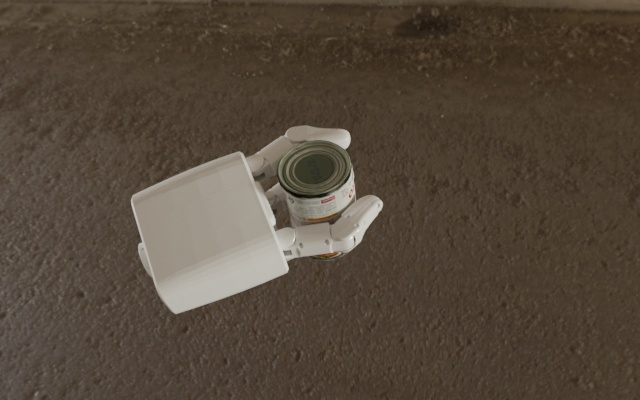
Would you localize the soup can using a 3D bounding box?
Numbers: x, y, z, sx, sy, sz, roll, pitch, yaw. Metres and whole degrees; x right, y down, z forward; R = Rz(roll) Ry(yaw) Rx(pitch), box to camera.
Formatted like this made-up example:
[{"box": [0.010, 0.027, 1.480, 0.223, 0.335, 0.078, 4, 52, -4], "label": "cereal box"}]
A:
[{"box": [0.001, 0.001, 0.450, 0.068, 0.068, 0.102, 0, -38, 9], "label": "soup can"}]
